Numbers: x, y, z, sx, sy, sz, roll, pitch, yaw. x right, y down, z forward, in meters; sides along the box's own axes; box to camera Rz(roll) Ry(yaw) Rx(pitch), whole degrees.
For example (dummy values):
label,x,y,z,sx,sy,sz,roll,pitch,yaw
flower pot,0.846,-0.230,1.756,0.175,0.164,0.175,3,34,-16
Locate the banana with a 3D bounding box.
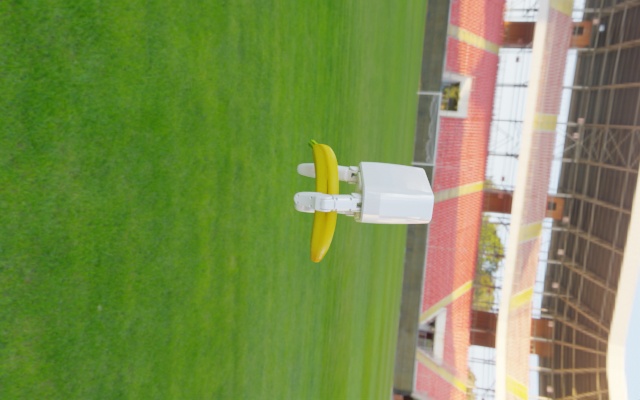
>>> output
label,x,y,z,sx,sy,sz,roll,pitch,yaw
banana,0.005,-0.003,0.741,0.037,0.198,0.069,2,-6,-15
